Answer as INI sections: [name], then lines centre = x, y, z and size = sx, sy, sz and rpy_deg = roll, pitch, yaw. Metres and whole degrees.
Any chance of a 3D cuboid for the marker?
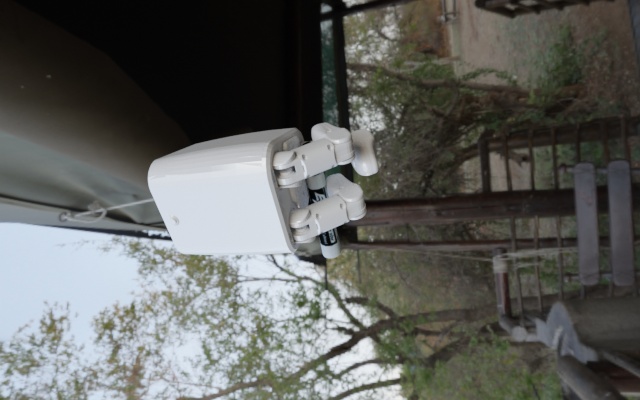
[marker]
centre = 0.000, 0.001, 0.442
size = 0.020, 0.121, 0.020
rpy_deg = -9, 31, 6
